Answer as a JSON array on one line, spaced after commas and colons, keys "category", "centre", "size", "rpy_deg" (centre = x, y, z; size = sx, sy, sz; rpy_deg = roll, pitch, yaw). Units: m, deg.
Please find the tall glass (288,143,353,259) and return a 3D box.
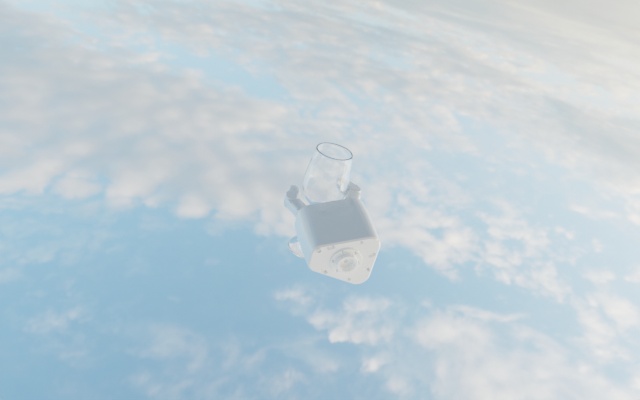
[{"category": "tall glass", "centre": [0.000, 0.003, 0.829], "size": [0.079, 0.201, 0.079], "rpy_deg": [12, 29, -7]}]
